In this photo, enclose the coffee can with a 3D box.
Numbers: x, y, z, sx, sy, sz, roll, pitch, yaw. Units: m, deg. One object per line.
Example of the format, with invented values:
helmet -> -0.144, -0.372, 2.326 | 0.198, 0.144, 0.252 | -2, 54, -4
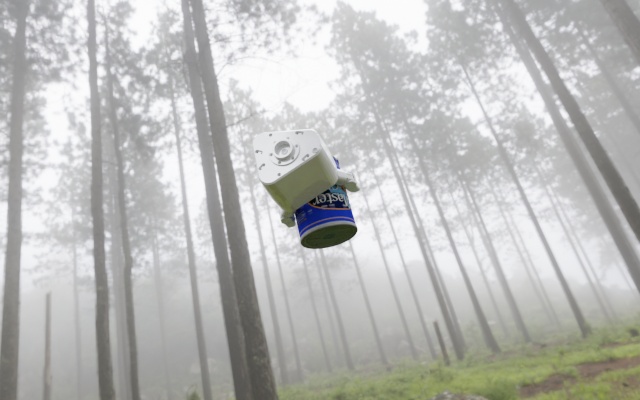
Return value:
coffee can -> 0.000, 0.003, 0.855 | 0.103, 0.140, 0.103 | -12, -25, -6
